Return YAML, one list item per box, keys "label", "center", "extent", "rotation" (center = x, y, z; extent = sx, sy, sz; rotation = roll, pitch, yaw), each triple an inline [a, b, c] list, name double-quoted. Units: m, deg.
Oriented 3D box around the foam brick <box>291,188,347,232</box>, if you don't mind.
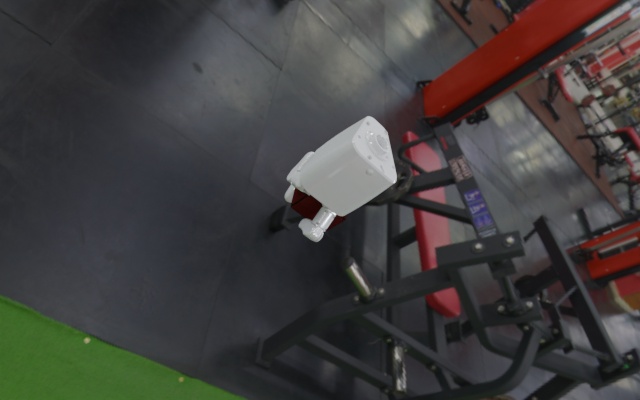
- label: "foam brick"
  center: [0.000, 0.003, 0.759]
  extent: [0.078, 0.053, 0.051]
  rotation: [38, -50, -26]
